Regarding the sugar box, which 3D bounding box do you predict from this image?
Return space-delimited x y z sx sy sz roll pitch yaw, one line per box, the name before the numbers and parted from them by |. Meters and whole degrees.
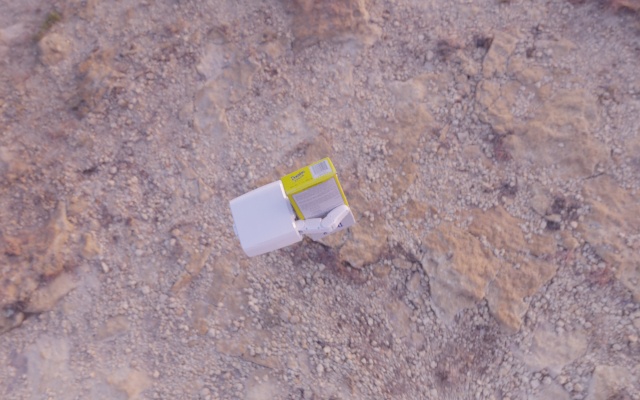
sugar box | 0.000 0.002 0.874 0.093 0.048 0.176 -23 -33 1
